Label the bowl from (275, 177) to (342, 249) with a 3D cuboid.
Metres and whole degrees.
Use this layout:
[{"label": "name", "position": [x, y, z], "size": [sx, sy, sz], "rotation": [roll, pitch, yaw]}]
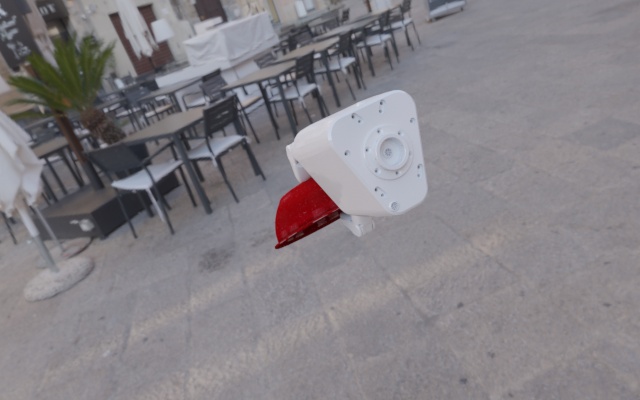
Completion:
[{"label": "bowl", "position": [-0.001, 0.002, 0.624], "size": [0.162, 0.055, 0.162], "rotation": [-29, -7, -4]}]
